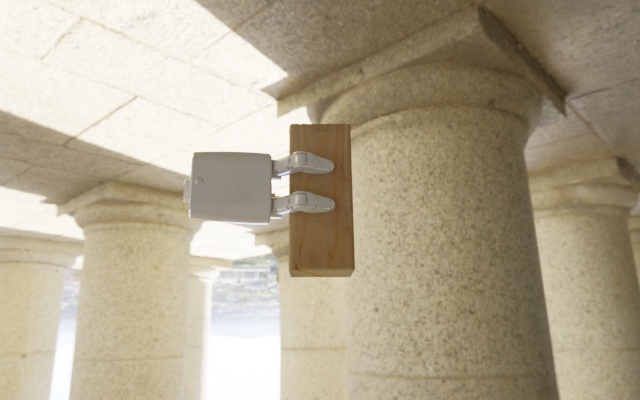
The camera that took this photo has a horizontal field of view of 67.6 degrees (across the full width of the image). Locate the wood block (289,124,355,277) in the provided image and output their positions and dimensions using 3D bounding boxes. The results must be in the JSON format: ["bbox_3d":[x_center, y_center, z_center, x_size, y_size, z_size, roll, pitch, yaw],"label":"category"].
[{"bbox_3d":[0.000,0.002,0.688,0.090,0.206,0.091,0,-15,-2],"label":"wood block"}]
